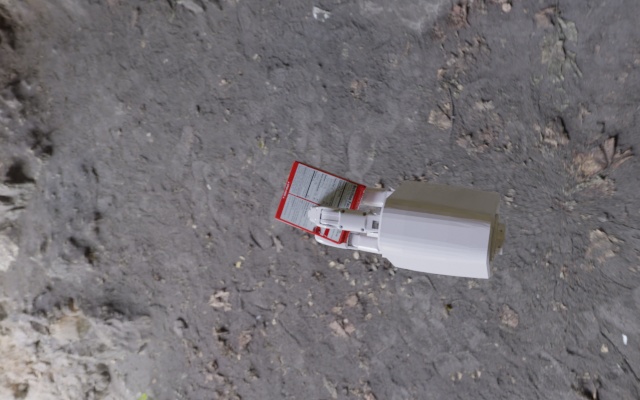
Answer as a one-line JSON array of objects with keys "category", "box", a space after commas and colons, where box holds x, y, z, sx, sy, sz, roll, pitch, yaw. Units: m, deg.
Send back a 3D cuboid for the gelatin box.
[{"category": "gelatin box", "box": [0.000, 0.002, 0.557, 0.089, 0.073, 0.030, 21, 7, 18]}]
